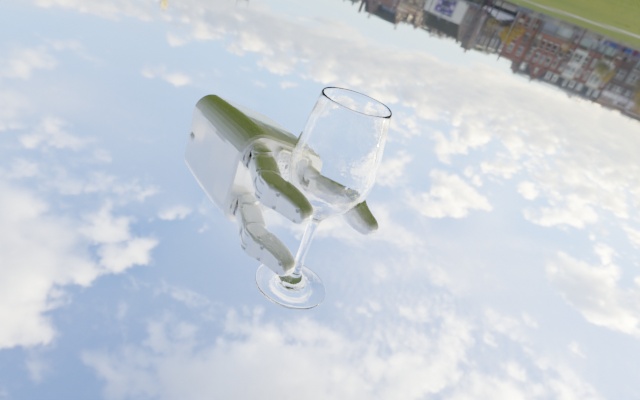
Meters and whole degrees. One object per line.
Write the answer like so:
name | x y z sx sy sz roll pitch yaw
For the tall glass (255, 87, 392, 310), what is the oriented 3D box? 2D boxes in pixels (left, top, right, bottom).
tall glass | 0.000 0.002 0.439 0.079 0.201 0.079 16 28 -9
